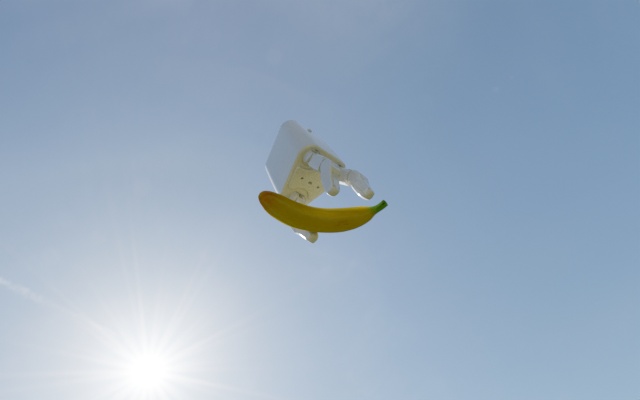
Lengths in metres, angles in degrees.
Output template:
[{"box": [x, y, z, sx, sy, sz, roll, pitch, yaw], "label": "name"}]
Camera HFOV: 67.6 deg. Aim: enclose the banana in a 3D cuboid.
[{"box": [-0.002, 0.017, 0.688, 0.198, 0.070, 0.037, 3, 36, -26], "label": "banana"}]
